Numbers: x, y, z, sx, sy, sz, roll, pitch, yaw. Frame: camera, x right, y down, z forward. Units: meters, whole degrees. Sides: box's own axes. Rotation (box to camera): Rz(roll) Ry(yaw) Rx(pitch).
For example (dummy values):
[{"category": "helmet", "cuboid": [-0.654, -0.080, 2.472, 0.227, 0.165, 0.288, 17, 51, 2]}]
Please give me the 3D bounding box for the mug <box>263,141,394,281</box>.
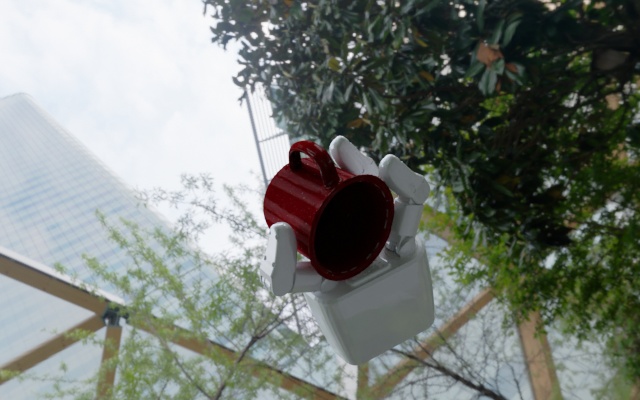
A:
[{"category": "mug", "cuboid": [-0.001, 0.000, 0.409, 0.093, 0.117, 0.081, -36, 39, -23]}]
